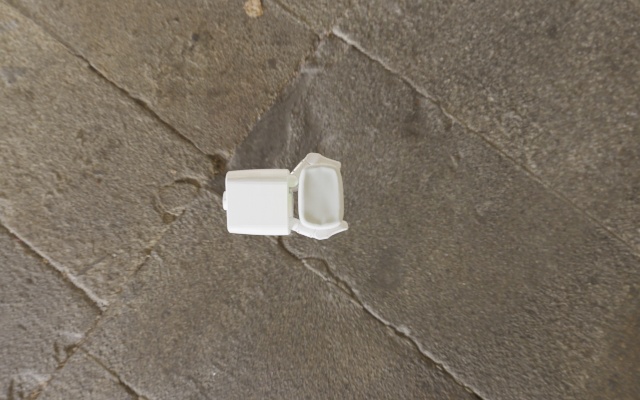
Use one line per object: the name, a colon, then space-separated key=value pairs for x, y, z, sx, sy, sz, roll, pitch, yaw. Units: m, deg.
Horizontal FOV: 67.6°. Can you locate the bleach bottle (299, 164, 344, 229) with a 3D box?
bleach bottle: x=0.000 y=0.003 z=0.831 sx=0.068 sy=0.102 sz=0.251 roll=-1 pitch=-5 yaw=0
